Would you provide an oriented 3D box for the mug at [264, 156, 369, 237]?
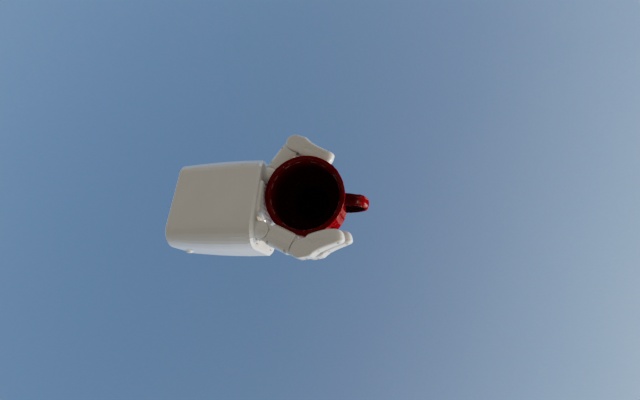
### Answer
[{"bbox_3d":[0.002,0.002,0.576,0.117,0.093,0.081,0,-12,10],"label":"mug"}]
